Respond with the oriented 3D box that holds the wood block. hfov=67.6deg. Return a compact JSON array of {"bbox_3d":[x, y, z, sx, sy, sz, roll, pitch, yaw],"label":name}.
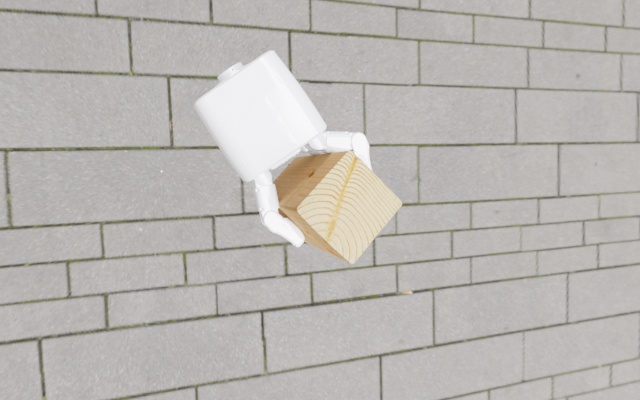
[{"bbox_3d":[0.000,0.002,0.602,0.090,0.091,0.206,44,-10,-15],"label":"wood block"}]
